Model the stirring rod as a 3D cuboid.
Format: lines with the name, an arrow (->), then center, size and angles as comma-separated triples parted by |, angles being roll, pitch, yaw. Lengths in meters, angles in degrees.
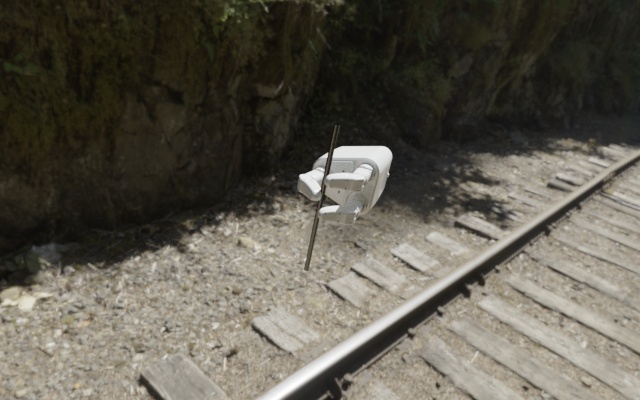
stirring rod -> 0.000, 0.002, 0.708 | 0.011, 0.240, 0.011 | 10, 24, -4
